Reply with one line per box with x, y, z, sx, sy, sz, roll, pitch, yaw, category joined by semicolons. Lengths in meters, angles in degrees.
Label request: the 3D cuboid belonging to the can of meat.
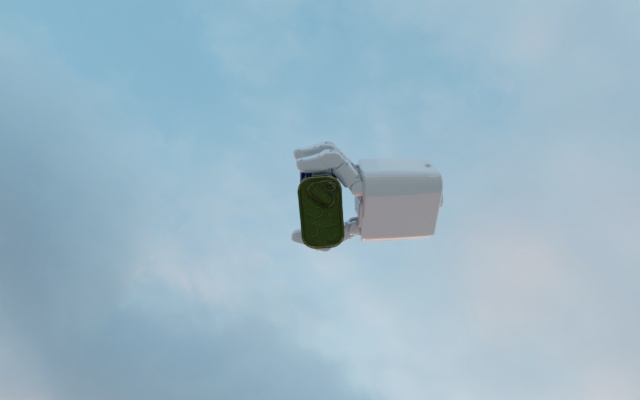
0.000;0.002;0.658;0.057;0.102;0.084;-4;22;0;can of meat
